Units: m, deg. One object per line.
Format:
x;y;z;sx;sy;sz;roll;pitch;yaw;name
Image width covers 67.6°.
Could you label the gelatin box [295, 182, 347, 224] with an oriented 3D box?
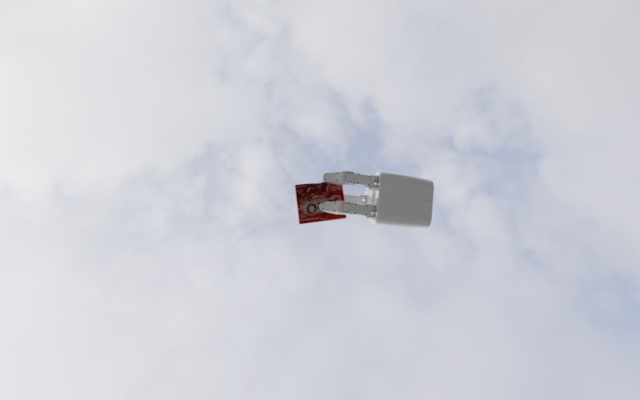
0.000;0.003;0.883;0.089;0.073;0.030;-7;-5;-5;gelatin box
